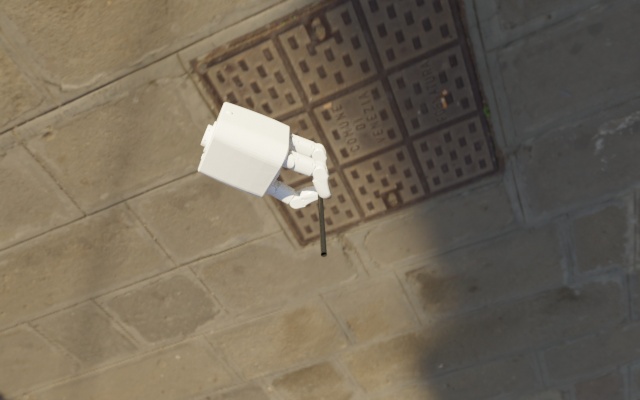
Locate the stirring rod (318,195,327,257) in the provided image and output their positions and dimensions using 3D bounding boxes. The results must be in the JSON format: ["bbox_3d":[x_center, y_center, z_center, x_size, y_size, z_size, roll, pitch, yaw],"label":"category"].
[{"bbox_3d":[0.000,0.002,0.718,0.011,0.011,0.239,0,34,-2],"label":"stirring rod"}]
